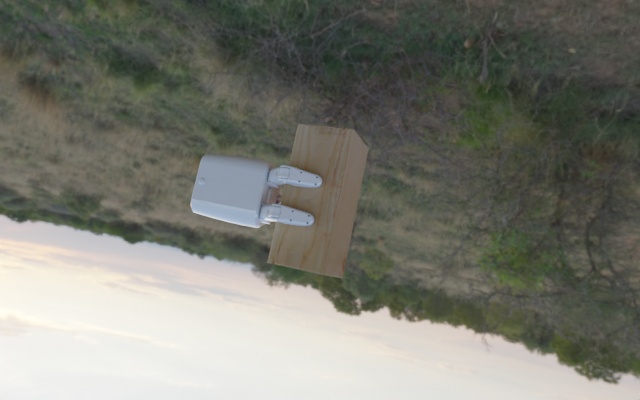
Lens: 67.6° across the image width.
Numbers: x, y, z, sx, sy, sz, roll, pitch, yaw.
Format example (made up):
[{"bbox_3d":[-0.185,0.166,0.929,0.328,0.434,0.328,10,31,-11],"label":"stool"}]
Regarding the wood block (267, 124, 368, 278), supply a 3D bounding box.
[{"bbox_3d":[0.000,0.002,0.705,0.090,0.206,0.091,9,-8,21],"label":"wood block"}]
